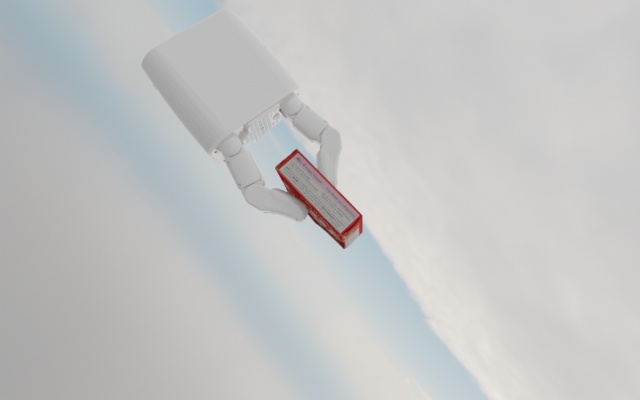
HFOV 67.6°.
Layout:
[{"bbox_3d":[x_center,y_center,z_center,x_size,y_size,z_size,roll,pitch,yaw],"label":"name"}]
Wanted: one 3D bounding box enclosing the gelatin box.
[{"bbox_3d":[0.001,0.001,0.449,0.030,0.089,0.073,-43,-14,-7],"label":"gelatin box"}]
